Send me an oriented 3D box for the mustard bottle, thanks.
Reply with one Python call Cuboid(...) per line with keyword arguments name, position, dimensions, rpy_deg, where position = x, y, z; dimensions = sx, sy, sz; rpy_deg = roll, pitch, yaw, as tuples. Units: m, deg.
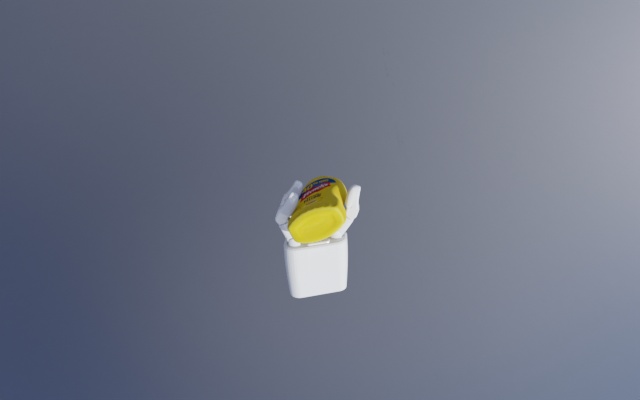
Cuboid(name="mustard bottle", position=(0.000, 0.003, 0.849), dimensions=(0.096, 0.058, 0.191), rpy_deg=(-25, 19, 15))
